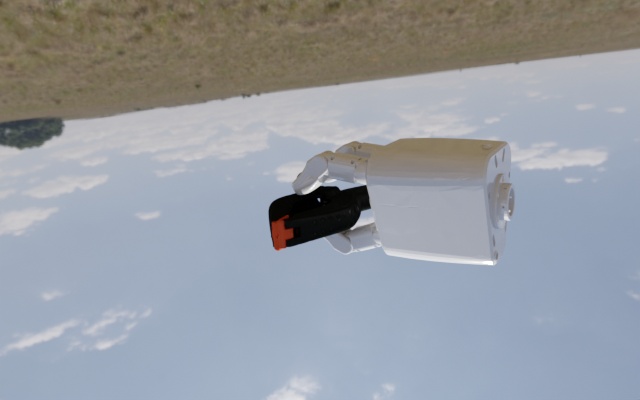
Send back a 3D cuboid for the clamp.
[{"bbox_3d":[0.000,0.003,0.515,0.164,0.036,0.210,5,19,33],"label":"clamp"}]
